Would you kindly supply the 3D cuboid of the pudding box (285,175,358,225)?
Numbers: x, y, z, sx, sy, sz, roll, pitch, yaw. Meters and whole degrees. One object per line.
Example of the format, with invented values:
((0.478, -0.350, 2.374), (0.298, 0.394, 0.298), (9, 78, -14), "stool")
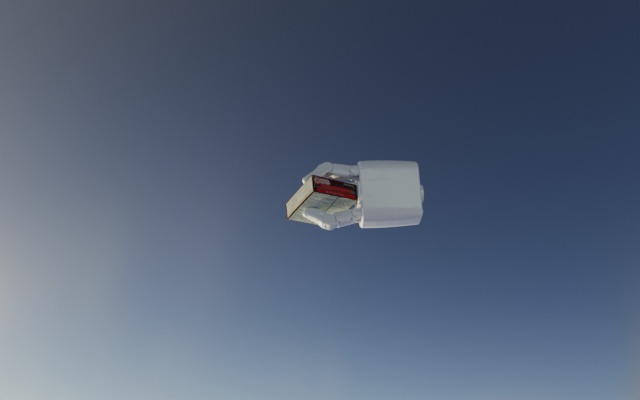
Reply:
((0.000, 0.003, 0.855), (0.090, 0.039, 0.113), (13, -36, -26), "pudding box")
